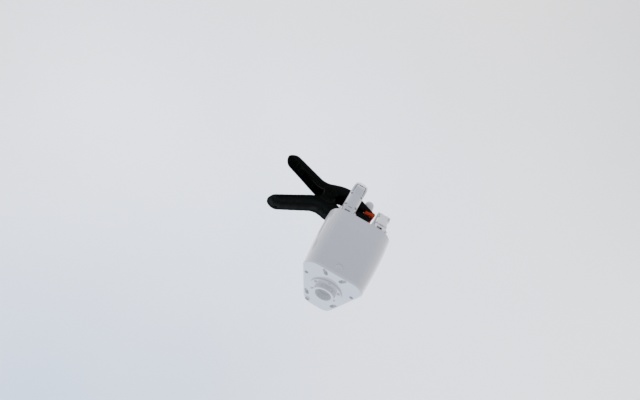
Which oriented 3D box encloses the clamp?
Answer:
[{"bbox_3d":[0.000,0.003,0.752,0.171,0.120,0.039,30,-40,3],"label":"clamp"}]
